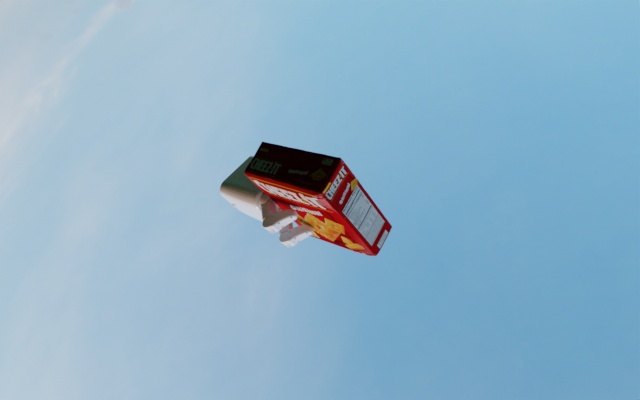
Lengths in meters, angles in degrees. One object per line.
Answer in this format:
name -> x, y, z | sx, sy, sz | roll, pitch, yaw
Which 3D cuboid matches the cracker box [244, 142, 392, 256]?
cracker box -> 0.000, 0.002, 0.783 | 0.164, 0.072, 0.214 | 15, -21, 38
